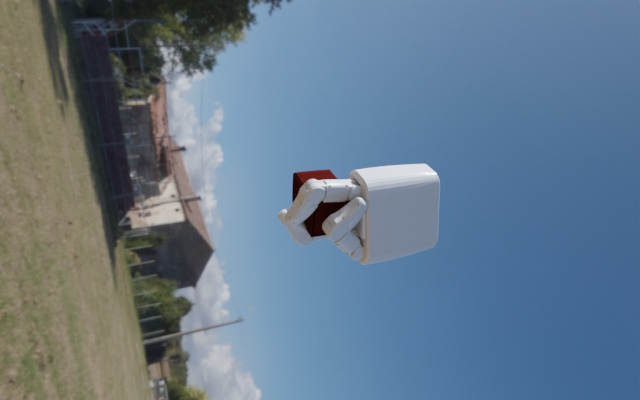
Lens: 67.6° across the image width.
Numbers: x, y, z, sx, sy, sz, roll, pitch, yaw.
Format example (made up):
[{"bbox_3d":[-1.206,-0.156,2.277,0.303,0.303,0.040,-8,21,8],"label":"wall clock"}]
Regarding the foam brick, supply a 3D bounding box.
[{"bbox_3d":[0.000,0.002,0.611,0.051,0.053,0.078,-9,35,-20],"label":"foam brick"}]
